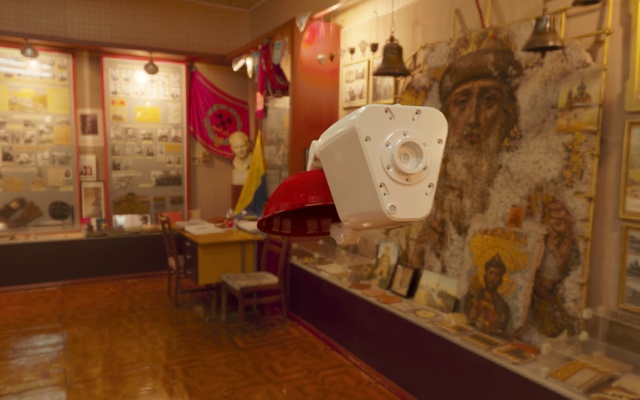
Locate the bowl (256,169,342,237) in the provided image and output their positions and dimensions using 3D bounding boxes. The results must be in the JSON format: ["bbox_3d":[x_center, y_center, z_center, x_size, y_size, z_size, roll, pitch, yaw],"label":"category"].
[{"bbox_3d":[-0.001,0.002,0.595,0.162,0.055,0.162,-5,-17,-2],"label":"bowl"}]
